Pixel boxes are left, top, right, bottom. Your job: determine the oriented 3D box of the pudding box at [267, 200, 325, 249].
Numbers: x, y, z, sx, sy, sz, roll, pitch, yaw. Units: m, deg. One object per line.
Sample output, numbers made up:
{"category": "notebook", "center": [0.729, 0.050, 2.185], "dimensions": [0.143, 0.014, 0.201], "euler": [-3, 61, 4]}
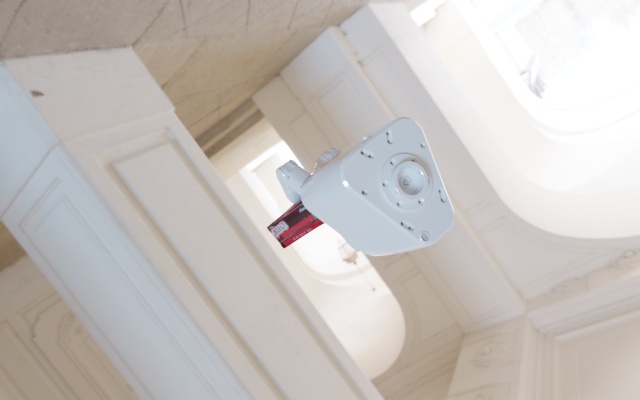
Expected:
{"category": "pudding box", "center": [0.000, 0.002, 0.572], "dimensions": [0.090, 0.039, 0.113], "euler": [-33, 5, 42]}
